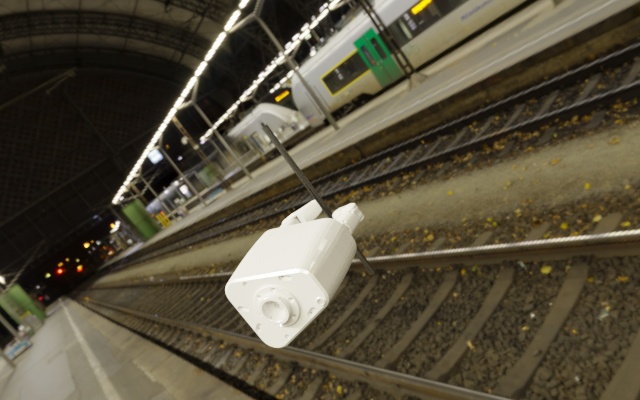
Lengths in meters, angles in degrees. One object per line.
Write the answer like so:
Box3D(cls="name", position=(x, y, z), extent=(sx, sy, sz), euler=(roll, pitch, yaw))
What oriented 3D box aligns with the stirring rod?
Box3D(cls="stirring rod", position=(0.000, 0.002, 0.620), extent=(0.011, 0.239, 0.011), euler=(-35, 10, 7))
